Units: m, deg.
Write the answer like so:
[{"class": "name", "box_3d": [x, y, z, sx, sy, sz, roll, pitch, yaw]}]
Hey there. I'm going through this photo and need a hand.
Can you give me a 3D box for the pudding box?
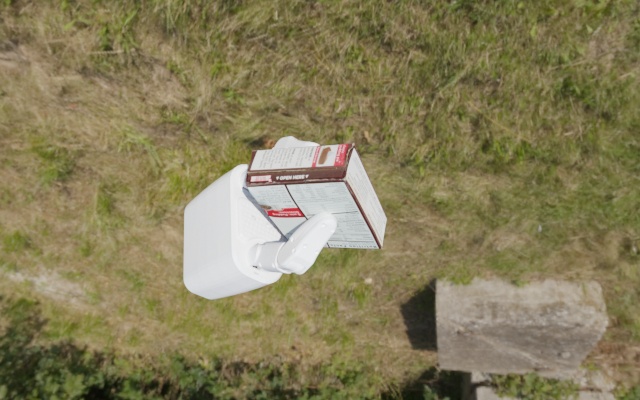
[{"class": "pudding box", "box_3d": [0.000, 0.001, 0.409, 0.090, 0.039, 0.114, -2, -32, 22]}]
